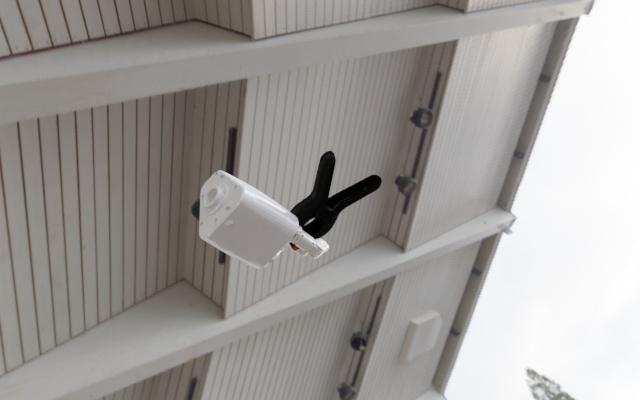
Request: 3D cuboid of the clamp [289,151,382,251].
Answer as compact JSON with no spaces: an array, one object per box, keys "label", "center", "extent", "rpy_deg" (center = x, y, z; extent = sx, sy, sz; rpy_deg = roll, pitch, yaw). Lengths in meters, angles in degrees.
[{"label":"clamp","center":[0.000,0.002,0.707],"extent":[0.120,0.171,0.039],"rpy_deg":[36,14,-39]}]
